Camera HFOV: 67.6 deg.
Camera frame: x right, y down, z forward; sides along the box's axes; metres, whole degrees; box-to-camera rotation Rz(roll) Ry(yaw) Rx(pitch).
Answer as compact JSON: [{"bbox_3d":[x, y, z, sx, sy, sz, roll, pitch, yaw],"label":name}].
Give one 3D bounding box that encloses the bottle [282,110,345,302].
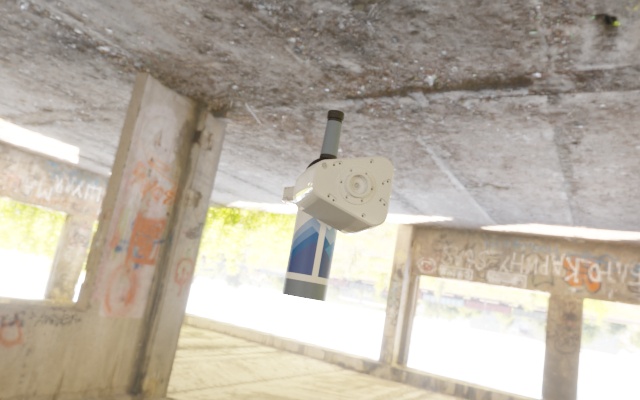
[{"bbox_3d":[0.000,0.003,0.736,0.069,0.295,0.069,10,-10,2],"label":"bottle"}]
